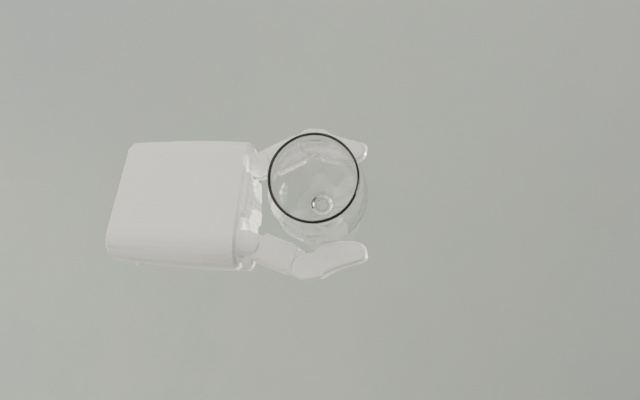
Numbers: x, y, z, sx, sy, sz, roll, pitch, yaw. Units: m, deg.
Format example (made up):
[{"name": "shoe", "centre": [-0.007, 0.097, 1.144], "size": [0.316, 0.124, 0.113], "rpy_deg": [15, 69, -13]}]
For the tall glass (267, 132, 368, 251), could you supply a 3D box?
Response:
[{"name": "tall glass", "centre": [0.000, 0.001, 0.413], "size": [0.079, 0.079, 0.201], "rpy_deg": [0, -10, 3]}]
